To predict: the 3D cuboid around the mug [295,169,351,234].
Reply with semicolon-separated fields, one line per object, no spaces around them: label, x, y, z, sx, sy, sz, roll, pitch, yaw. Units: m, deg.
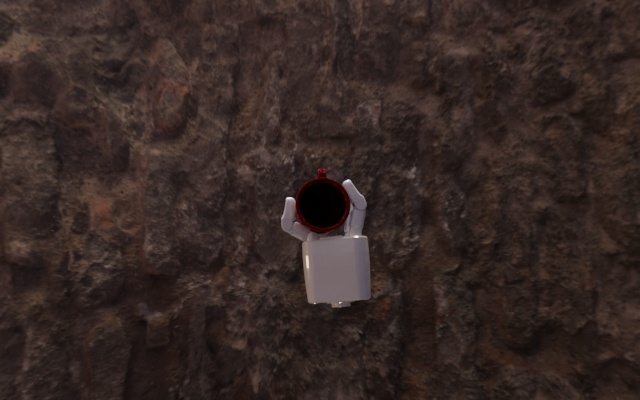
mug;0.000;0.001;0.841;0.093;0.117;0.081;-1;-12;-6
